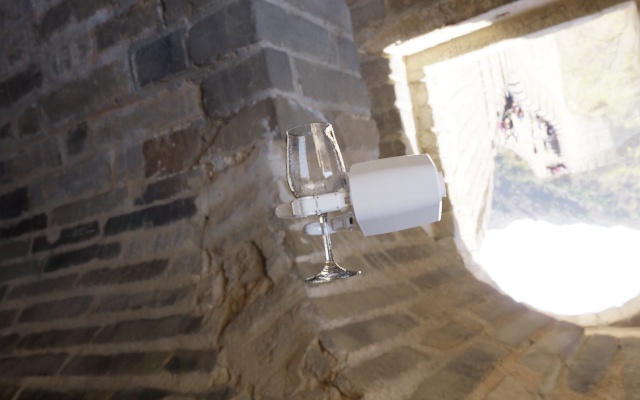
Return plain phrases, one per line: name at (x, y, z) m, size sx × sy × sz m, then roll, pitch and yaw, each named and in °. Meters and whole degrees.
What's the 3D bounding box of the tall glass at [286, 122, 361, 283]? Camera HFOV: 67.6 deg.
tall glass at (0.000, 0.003, 0.630) m, size 0.079 × 0.201 × 0.079 m, roll -10°, pitch -3°, yaw -1°
